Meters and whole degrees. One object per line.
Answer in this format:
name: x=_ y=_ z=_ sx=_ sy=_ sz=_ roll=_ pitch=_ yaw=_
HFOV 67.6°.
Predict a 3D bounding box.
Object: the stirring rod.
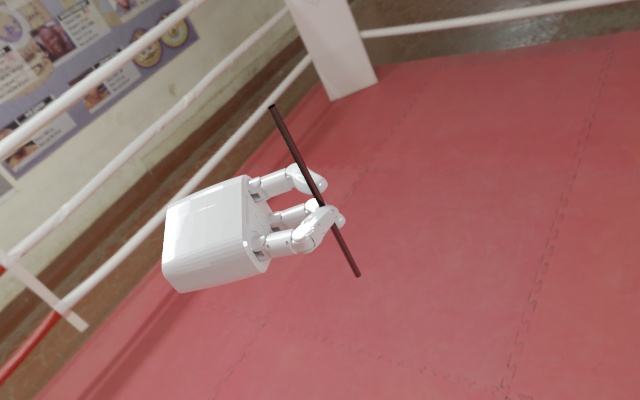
stirring rod: x=0.000 y=0.002 z=0.509 sx=0.011 sy=0.240 sz=0.011 roll=-18 pitch=35 yaw=13
